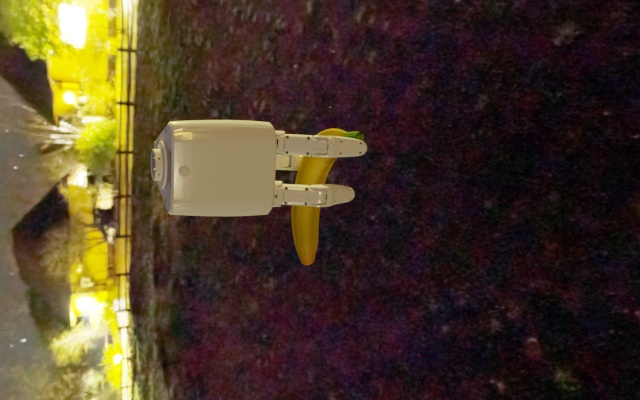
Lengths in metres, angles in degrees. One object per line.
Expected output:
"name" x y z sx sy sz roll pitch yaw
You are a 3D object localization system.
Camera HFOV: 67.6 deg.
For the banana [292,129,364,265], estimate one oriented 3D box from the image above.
"banana" -0.007 -0.012 0.590 0.037 0.198 0.069 -1 37 -30
